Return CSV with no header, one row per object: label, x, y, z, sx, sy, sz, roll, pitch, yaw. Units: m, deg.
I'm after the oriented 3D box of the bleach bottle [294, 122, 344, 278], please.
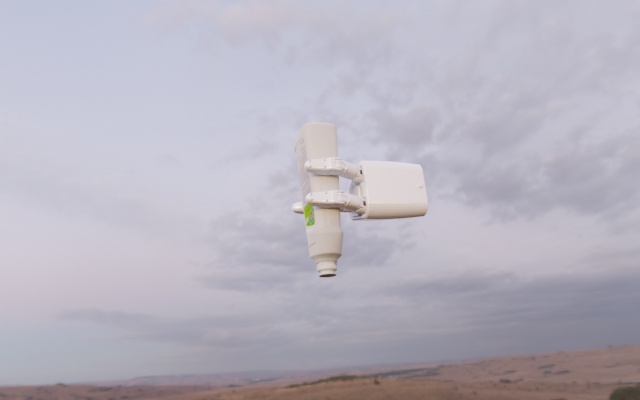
bleach bottle,0.000,0.003,0.791,0.068,0.250,0.103,0,-21,-13
